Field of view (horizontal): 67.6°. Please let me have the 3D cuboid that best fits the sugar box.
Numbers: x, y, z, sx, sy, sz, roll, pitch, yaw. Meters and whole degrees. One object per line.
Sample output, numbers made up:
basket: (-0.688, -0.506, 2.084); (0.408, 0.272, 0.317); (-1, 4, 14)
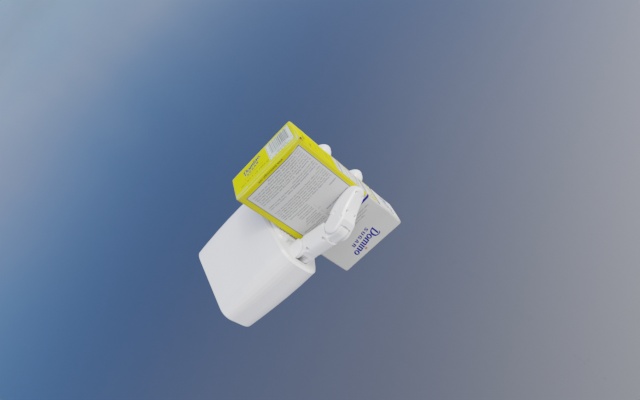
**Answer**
sugar box: (0.000, 0.001, 0.534); (0.176, 0.093, 0.048); (37, 17, -36)
